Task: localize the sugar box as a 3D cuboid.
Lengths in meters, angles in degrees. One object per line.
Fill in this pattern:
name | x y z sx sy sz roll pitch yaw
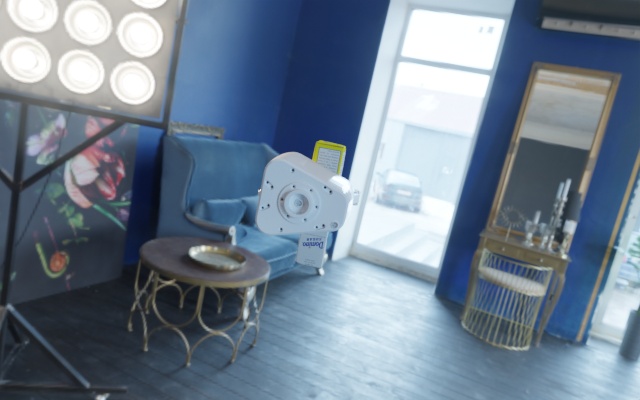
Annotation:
sugar box | 0.000 0.002 0.704 0.048 0.176 0.093 13 9 2
